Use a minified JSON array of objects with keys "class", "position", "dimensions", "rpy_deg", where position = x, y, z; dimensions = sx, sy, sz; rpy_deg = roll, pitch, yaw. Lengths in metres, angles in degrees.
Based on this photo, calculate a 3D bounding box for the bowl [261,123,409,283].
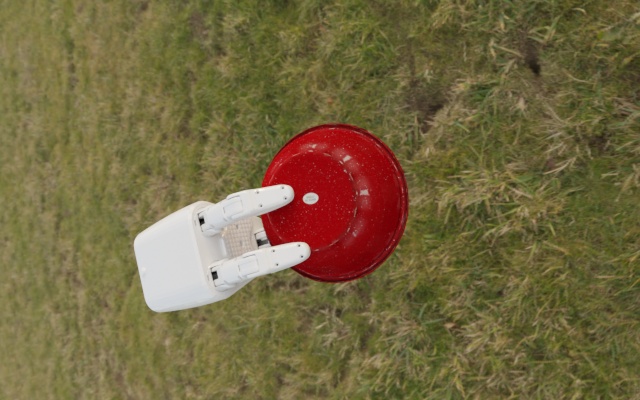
[{"class":"bowl","position":[0.001,0.001,0.459],"dimensions":[0.162,0.162,0.055],"rpy_deg":[0,-2,22]}]
